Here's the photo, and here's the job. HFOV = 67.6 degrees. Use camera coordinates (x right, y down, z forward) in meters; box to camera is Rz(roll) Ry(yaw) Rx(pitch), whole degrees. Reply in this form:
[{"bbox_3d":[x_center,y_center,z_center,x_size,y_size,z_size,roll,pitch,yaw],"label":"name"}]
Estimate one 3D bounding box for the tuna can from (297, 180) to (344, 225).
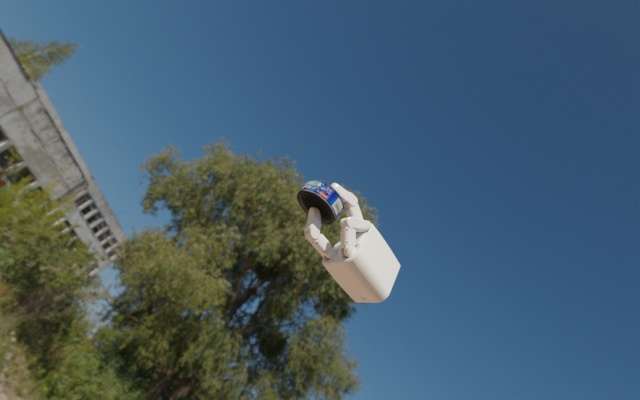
[{"bbox_3d":[0.000,0.002,0.881,0.086,0.086,0.033,0,42,50],"label":"tuna can"}]
